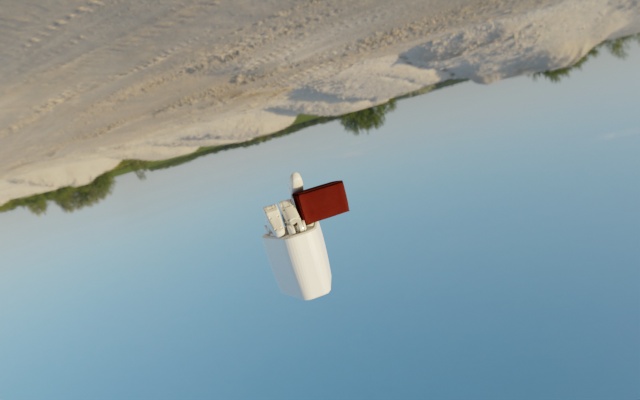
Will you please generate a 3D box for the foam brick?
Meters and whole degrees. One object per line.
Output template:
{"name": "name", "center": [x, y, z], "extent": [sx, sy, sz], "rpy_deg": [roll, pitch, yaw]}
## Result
{"name": "foam brick", "center": [0.000, 0.002, 0.778], "extent": [0.078, 0.051, 0.053], "rpy_deg": [-17, 5, -13]}
